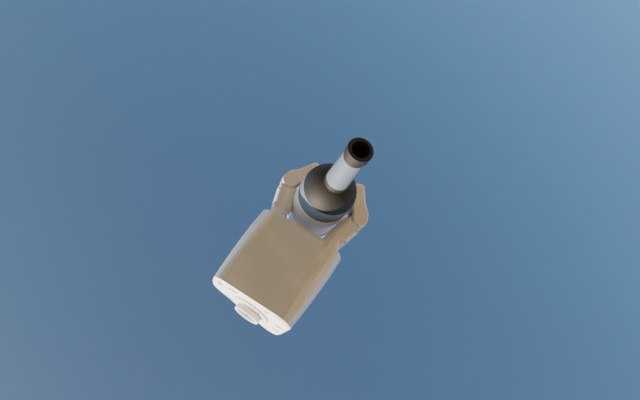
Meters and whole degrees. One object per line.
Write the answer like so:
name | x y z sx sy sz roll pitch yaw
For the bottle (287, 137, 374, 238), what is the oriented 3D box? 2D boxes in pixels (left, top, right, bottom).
bottle | 0.000 0.002 0.598 0.069 0.069 0.296 0 -21 -17
